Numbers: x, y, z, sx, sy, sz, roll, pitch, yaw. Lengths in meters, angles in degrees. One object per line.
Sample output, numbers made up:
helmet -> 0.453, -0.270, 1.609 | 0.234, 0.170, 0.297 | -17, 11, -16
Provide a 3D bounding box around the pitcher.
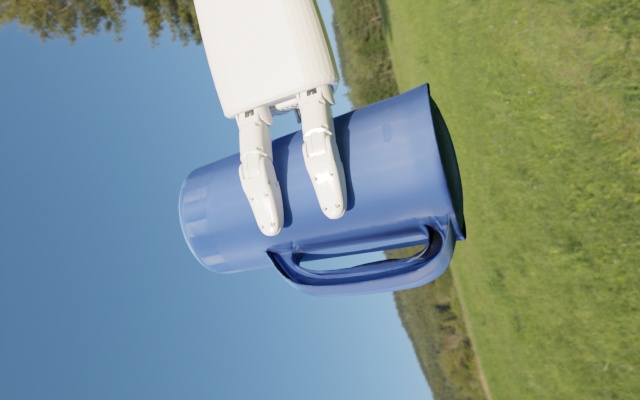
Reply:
pitcher -> 0.000, 0.001, 0.424 | 0.243, 0.145, 0.149 | -14, 5, 19
